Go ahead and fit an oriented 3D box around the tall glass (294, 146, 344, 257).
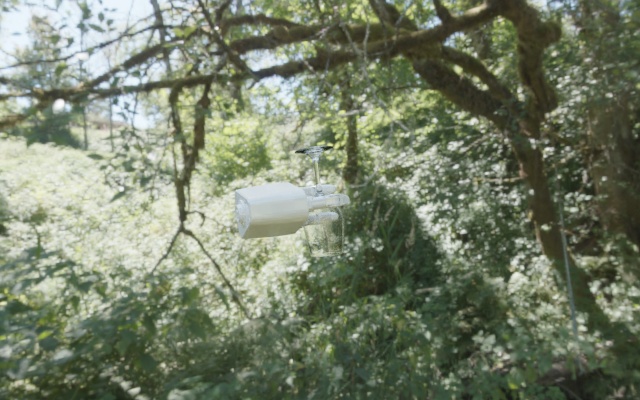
[{"bbox_3d":[0.000,0.002,0.894,0.079,0.201,0.079,-8,-2,0],"label":"tall glass"}]
